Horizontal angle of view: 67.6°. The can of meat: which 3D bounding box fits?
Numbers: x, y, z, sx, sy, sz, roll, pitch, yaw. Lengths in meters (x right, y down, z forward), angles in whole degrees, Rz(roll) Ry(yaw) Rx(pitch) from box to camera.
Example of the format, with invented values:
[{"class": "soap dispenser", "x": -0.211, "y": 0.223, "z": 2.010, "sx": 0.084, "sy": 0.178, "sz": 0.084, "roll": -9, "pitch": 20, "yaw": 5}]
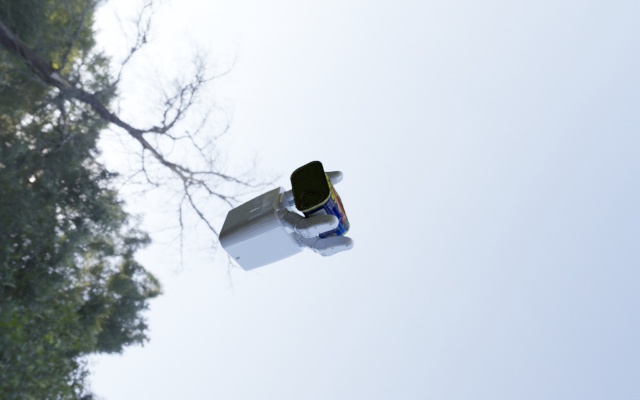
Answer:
[{"class": "can of meat", "x": 0.000, "y": 0.003, "z": 0.739, "sx": 0.057, "sy": 0.084, "sz": 0.102, "roll": -25, "pitch": 41, "yaw": 9}]
